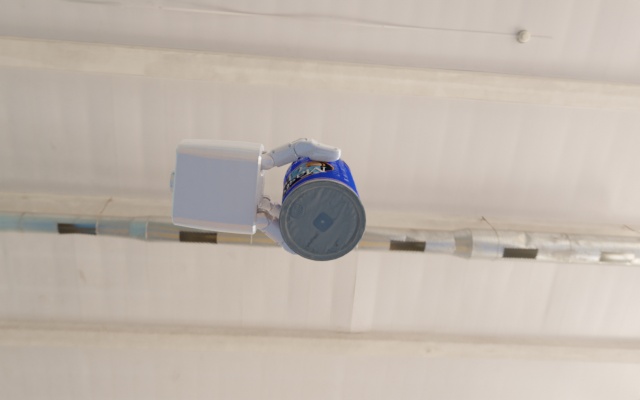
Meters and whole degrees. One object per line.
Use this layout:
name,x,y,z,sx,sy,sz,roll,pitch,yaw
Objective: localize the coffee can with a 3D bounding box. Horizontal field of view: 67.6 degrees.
coffee can,0.000,0.002,0.621,0.103,0.103,0.140,0,20,-2
